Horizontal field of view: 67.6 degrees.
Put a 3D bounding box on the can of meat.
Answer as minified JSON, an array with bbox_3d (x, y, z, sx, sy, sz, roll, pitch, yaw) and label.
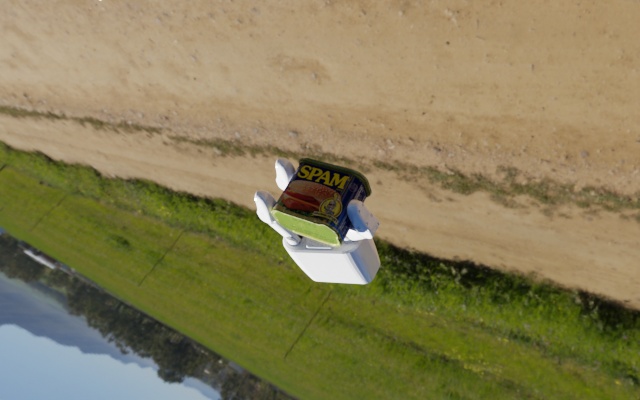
[{"bbox_3d":[0.000,0.002,0.601,0.102,0.084,0.057,17,-26,27],"label":"can of meat"}]
